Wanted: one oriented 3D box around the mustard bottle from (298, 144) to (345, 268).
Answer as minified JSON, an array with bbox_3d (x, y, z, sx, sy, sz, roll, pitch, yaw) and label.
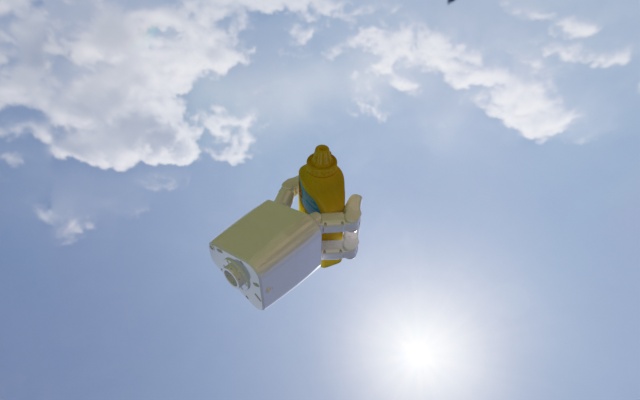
[{"bbox_3d":[0.000,0.002,0.678,0.058,0.192,0.096,-16,46,-16],"label":"mustard bottle"}]
